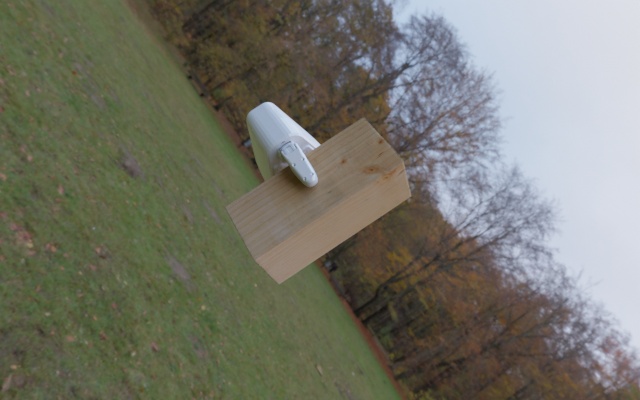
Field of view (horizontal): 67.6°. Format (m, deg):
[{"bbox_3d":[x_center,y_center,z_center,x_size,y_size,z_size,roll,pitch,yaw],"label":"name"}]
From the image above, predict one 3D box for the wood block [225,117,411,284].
[{"bbox_3d":[0.000,0.001,0.602,0.206,0.090,0.091,-34,-33,-3],"label":"wood block"}]
